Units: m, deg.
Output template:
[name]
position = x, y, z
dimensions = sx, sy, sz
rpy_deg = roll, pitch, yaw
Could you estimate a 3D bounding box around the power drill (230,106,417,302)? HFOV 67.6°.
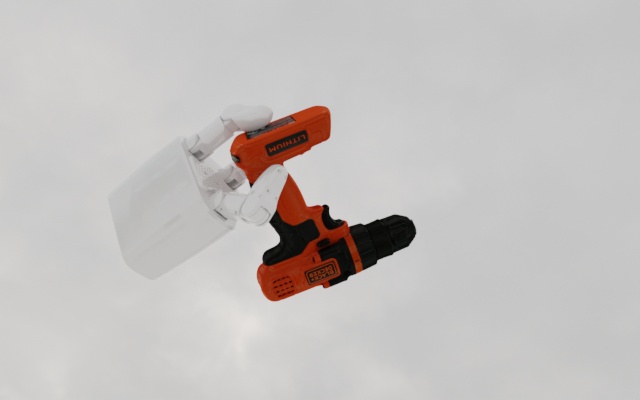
[power drill]
position = 0.000, 0.001, 0.501
dimensions = 0.184, 0.188, 0.057
rpy_deg = -22, 21, -8
